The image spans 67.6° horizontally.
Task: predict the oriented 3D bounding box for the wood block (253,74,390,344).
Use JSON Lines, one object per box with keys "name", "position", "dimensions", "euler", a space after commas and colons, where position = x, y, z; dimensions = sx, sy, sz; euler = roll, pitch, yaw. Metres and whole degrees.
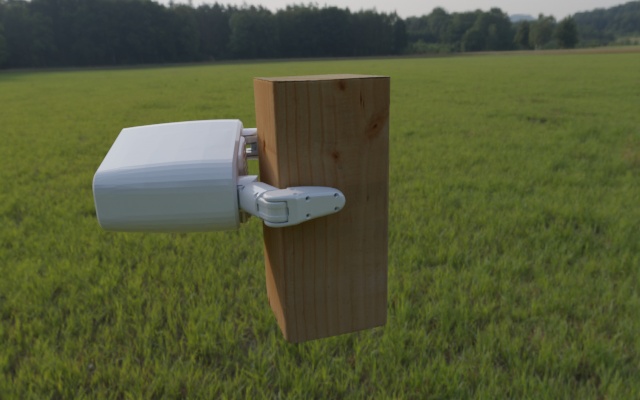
{"name": "wood block", "position": [0.000, 0.001, 0.405], "dimensions": [0.090, 0.206, 0.090], "euler": [-7, 17, -16]}
